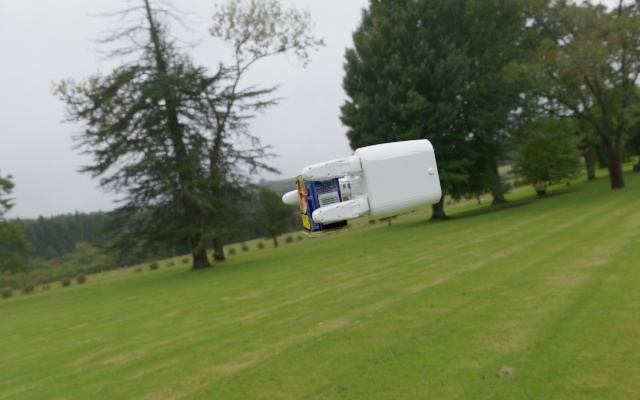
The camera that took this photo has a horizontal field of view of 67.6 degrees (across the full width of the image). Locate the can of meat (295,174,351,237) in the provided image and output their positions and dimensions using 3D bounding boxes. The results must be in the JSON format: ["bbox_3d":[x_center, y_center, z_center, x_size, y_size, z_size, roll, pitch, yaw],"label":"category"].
[{"bbox_3d":[0.000,0.002,0.659,0.057,0.084,0.102,-11,2,-9],"label":"can of meat"}]
